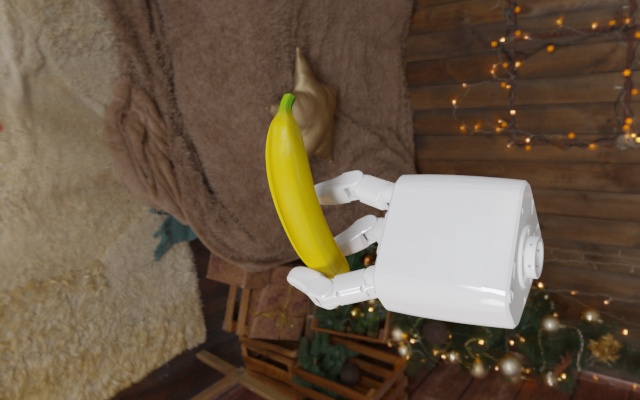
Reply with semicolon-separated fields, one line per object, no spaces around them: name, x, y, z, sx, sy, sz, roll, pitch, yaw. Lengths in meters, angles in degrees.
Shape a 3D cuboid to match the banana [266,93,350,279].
banana;-0.010;0.006;0.433;0.037;0.198;0.069;-1;25;35
